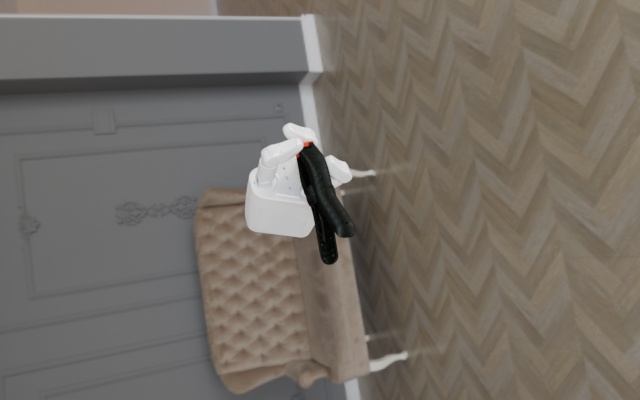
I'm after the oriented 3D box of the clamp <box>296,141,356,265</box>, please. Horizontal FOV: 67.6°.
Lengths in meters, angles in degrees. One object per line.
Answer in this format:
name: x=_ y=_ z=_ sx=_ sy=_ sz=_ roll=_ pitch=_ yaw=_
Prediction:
clamp: x=-0.001 y=0.002 z=0.648 sx=0.039 sy=0.171 sz=0.120 roll=-7 pitch=-32 yaw=-20
